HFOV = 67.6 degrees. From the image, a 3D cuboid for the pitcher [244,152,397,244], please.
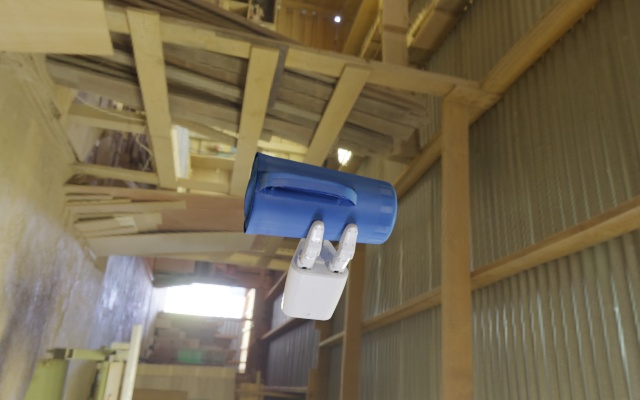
[{"bbox_3d":[0.000,0.003,0.781,0.243,0.145,0.149,8,29,-13],"label":"pitcher"}]
